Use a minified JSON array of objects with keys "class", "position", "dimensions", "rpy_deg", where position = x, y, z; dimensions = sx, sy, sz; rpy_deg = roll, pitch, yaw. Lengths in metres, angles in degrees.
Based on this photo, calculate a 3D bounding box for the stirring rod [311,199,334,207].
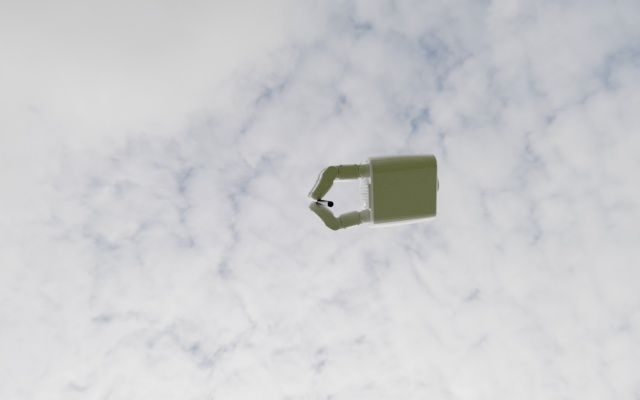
[{"class":"stirring rod","position":[0.000,0.002,0.694],"dimensions":[0.011,0.011,0.239],"rpy_deg":[0,1,-6]}]
